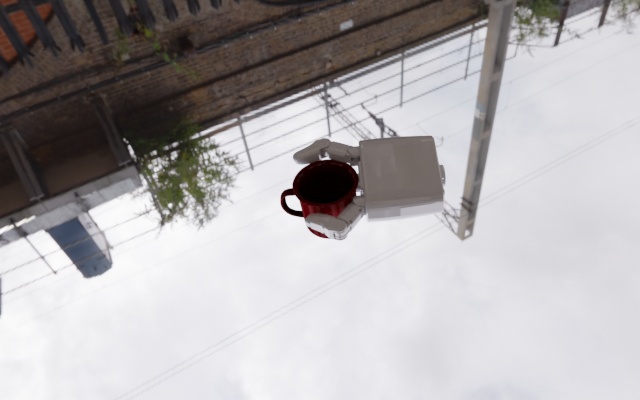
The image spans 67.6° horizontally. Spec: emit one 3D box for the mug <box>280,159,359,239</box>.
[{"bbox_3d":[-0.001,0.003,0.690,0.117,0.093,0.082,-5,-44,6],"label":"mug"}]
